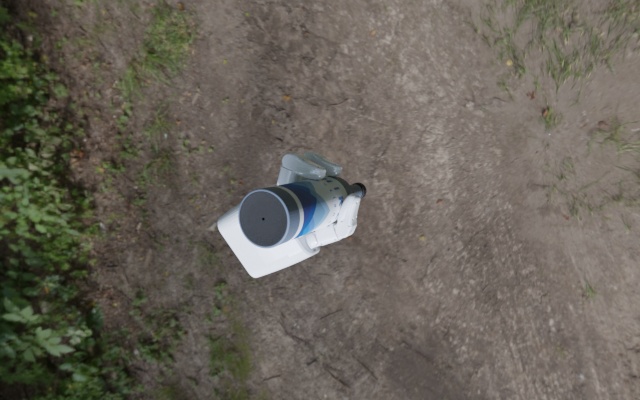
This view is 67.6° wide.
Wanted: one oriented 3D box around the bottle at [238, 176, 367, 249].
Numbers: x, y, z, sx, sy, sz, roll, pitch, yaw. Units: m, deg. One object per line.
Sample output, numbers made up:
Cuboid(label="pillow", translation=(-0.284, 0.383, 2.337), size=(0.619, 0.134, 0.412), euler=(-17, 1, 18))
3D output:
Cuboid(label="bottle", translation=(0.000, 0.002, 0.653), size=(0.069, 0.069, 0.295), euler=(0, 7, 26))
